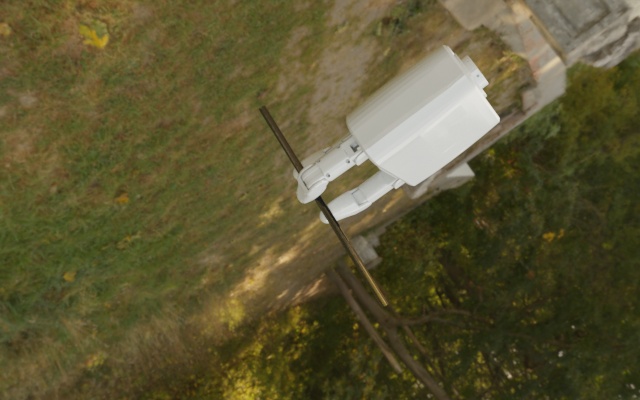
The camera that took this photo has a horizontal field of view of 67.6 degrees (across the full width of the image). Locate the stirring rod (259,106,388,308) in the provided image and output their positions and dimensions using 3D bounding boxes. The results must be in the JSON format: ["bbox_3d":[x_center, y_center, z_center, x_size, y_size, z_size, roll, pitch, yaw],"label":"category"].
[{"bbox_3d":[0.000,0.001,0.484,0.011,0.239,0.011,-30,-12,-7],"label":"stirring rod"}]
